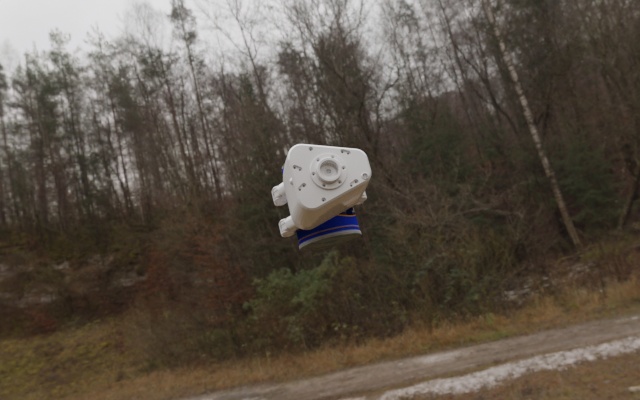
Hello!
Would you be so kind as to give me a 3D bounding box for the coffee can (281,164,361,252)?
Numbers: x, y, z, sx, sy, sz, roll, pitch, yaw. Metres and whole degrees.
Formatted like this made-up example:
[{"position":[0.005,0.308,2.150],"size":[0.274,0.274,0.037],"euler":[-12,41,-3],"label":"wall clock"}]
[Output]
[{"position":[0.000,0.003,0.783],"size":[0.103,0.140,0.103],"euler":[-13,-14,-3],"label":"coffee can"}]
